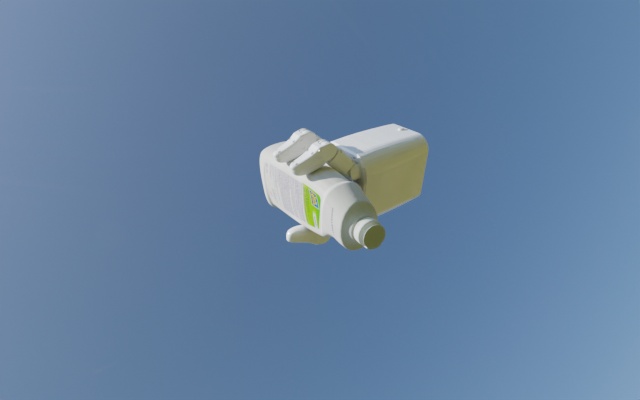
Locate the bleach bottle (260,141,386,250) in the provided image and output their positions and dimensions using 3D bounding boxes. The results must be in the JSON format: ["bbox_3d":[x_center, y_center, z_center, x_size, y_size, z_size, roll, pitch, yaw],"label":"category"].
[{"bbox_3d":[0.000,0.002,0.609,0.068,0.103,0.250,-21,30,-21],"label":"bleach bottle"}]
